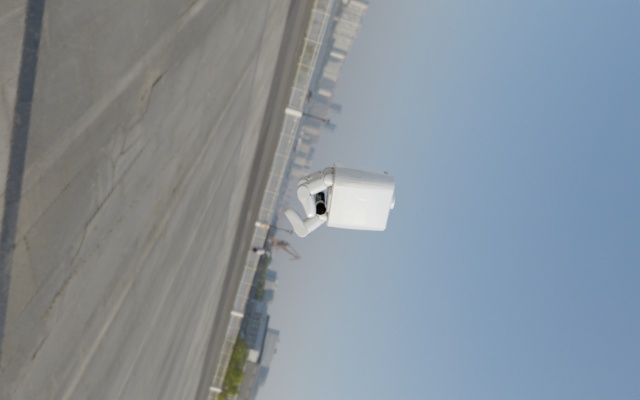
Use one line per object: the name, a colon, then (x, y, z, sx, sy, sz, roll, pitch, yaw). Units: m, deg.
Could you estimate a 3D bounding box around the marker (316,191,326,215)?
marker: (0.000, 0.003, 0.879, 0.020, 0.020, 0.121, 0, 14, 0)
